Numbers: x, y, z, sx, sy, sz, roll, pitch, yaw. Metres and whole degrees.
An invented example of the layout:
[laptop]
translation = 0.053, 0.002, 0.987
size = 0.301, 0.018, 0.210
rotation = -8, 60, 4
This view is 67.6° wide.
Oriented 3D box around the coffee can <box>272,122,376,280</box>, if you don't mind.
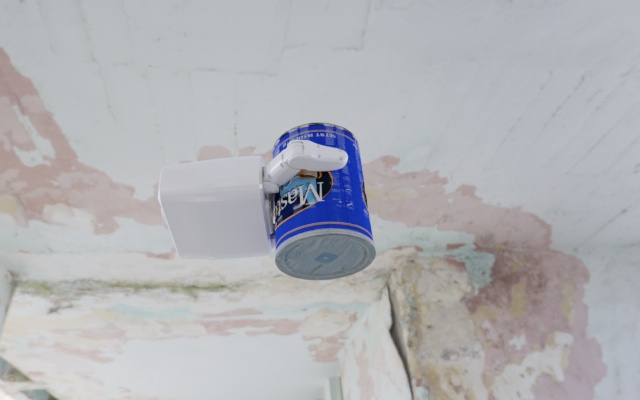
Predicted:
[coffee can]
translation = 0.000, 0.002, 0.519
size = 0.103, 0.140, 0.103
rotation = -4, -33, -2
